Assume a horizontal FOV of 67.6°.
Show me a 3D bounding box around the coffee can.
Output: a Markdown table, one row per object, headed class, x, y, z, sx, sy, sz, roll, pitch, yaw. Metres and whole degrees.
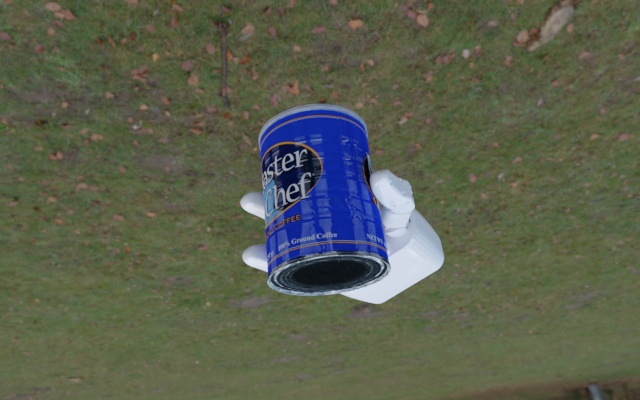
| class | x | y | z | sx | sy | sz | roll | pitch | yaw |
| --- | --- | --- | --- | --- | --- | --- | --- | --- | --- |
| coffee can | 0.000 | 0.001 | 0.422 | 0.103 | 0.140 | 0.103 | -5 | -27 | -3 |
